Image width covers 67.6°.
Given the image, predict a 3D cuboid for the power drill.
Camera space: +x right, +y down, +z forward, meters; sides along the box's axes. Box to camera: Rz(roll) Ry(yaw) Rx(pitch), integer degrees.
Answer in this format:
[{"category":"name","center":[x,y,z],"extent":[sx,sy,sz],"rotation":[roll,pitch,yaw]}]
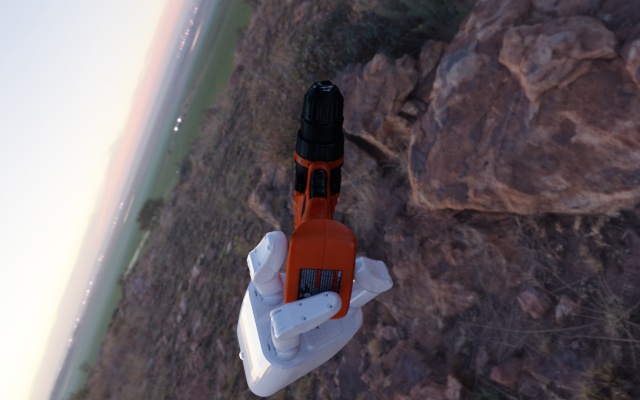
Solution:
[{"category":"power drill","center":[0.000,0.002,0.454],"extent":[0.057,0.185,0.187],"rotation":[2,36,-1]}]
